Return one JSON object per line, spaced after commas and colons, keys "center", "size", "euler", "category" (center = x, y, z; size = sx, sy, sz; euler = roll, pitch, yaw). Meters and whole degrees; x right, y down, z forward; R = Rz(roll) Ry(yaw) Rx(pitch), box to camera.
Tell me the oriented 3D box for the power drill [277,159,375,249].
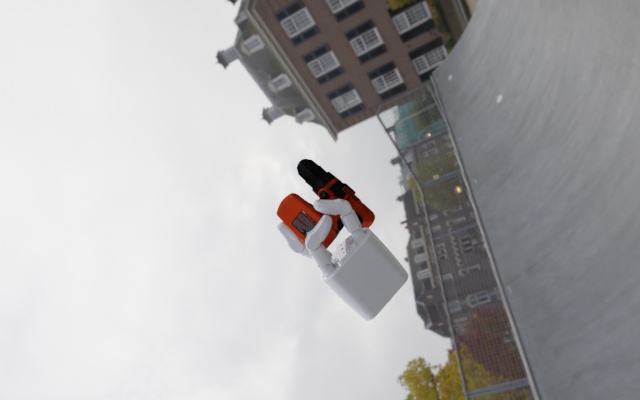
{"center": [0.000, 0.003, 0.849], "size": [0.184, 0.057, 0.187], "euler": [41, 28, 9], "category": "power drill"}
